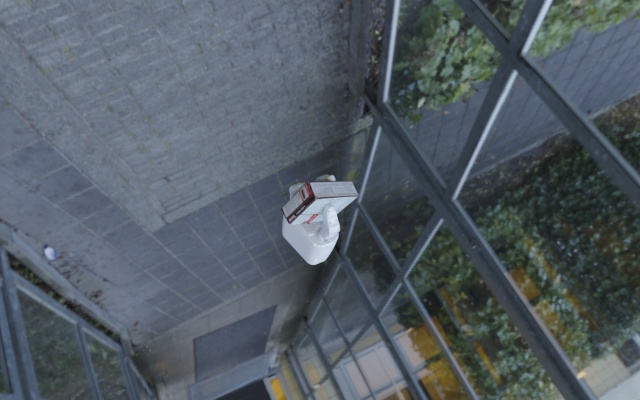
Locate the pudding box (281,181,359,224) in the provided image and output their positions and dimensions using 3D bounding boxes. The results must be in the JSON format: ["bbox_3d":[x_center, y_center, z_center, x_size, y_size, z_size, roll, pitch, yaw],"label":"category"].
[{"bbox_3d":[0.000,0.003,0.858,0.113,0.039,0.090,-6,-29,-45],"label":"pudding box"}]
